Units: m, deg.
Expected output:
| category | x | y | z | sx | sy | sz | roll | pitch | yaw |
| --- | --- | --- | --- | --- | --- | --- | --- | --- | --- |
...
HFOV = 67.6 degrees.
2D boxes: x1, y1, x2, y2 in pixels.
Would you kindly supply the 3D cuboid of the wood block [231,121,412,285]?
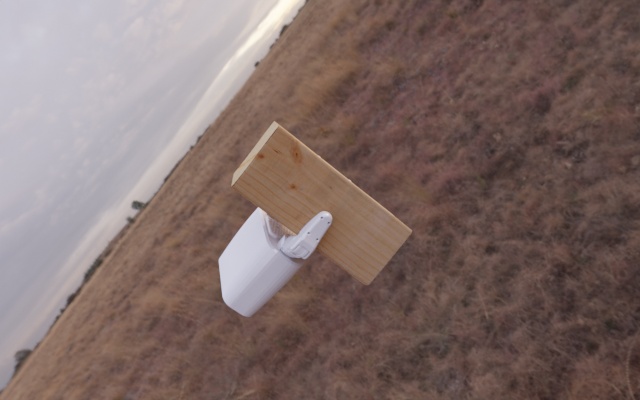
| category | x | y | z | sx | sy | sz | roll | pitch | yaw |
| --- | --- | --- | --- | --- | --- | --- | --- | --- | --- |
| wood block | 0.000 | 0.002 | 0.597 | 0.206 | 0.090 | 0.090 | 37 | 6 | -15 |
